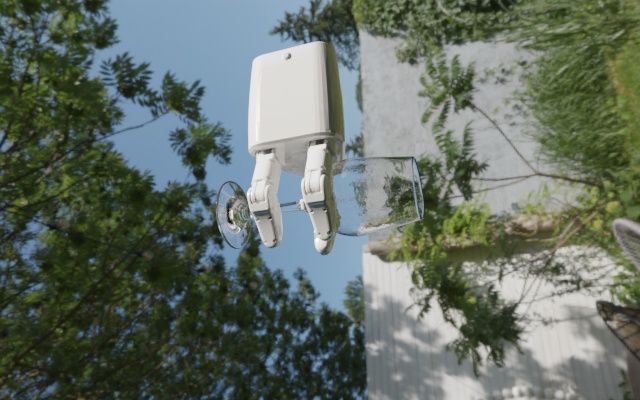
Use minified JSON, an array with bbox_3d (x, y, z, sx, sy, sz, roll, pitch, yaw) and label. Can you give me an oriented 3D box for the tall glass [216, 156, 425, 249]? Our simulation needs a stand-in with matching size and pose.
[{"bbox_3d":[-0.001,0.002,0.486,0.201,0.079,0.079,-8,-3,18],"label":"tall glass"}]
